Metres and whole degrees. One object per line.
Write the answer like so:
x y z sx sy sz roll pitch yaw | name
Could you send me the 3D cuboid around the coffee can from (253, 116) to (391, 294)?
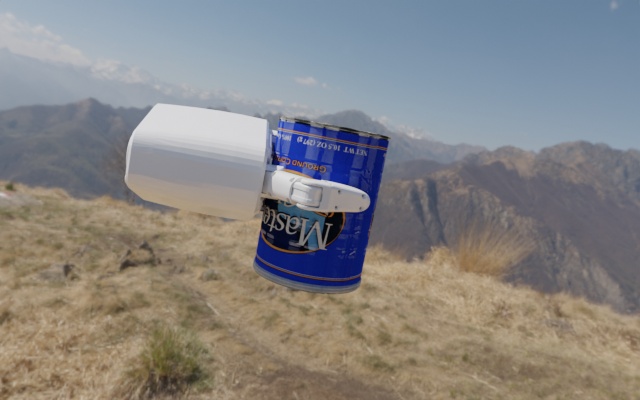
0.000 0.002 0.439 0.103 0.140 0.103 11 8 -2 | coffee can
